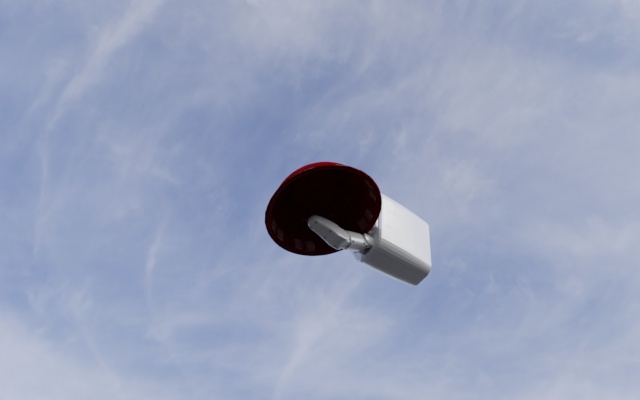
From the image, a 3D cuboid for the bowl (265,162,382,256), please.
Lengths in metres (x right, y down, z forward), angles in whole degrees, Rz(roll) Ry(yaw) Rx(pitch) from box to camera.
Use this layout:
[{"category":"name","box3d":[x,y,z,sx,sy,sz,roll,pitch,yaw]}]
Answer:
[{"category":"bowl","box3d":[-0.001,0.001,0.661,0.162,0.162,0.055,0,40,-16]}]
